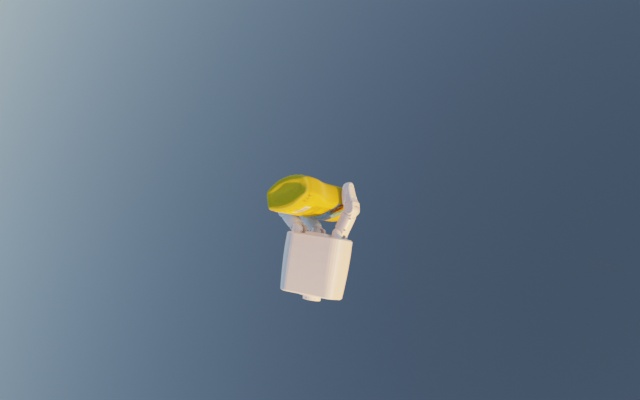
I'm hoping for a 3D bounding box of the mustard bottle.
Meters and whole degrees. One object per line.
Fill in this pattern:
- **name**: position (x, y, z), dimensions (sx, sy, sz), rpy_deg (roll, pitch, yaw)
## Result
- **mustard bottle**: position (0.000, 0.002, 0.867), dimensions (0.096, 0.058, 0.192), rpy_deg (-23, -23, 32)
